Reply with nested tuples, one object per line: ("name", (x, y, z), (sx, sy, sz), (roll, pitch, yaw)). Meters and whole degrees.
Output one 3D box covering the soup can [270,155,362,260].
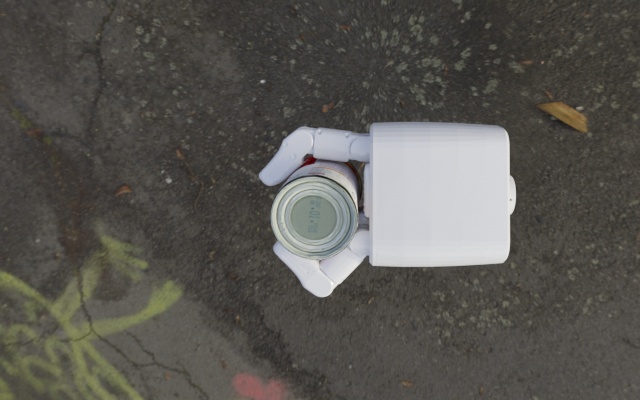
("soup can", (0.000, 0.001, 0.400), (0.068, 0.068, 0.102), (0, 15, 6))
